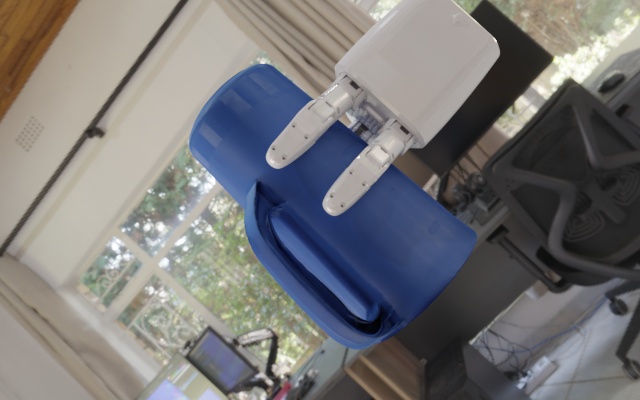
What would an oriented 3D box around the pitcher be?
[{"bbox_3d":[0.000,0.001,0.414,0.243,0.145,0.149,43,-5,3],"label":"pitcher"}]
